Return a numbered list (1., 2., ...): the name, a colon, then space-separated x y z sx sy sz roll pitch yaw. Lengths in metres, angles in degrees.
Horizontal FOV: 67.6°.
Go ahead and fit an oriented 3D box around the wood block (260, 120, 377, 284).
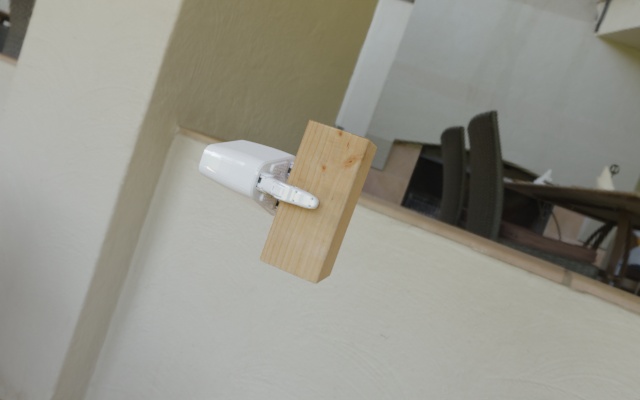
1. wood block: 0.000 0.002 0.683 0.090 0.206 0.091 21 4 14
